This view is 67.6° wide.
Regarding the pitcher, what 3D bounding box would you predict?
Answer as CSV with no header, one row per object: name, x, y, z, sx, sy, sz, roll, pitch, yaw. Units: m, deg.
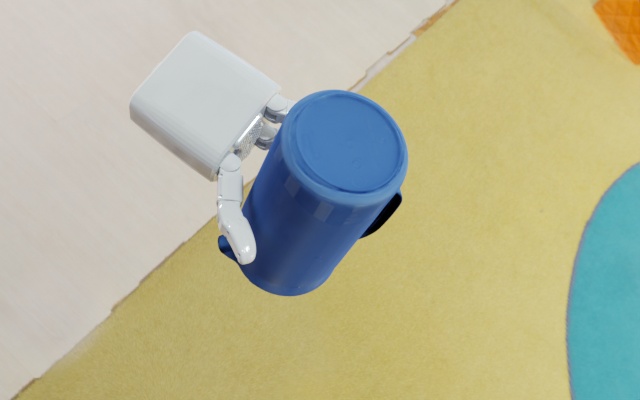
pitcher,0.000,0.001,0.479,0.145,0.149,0.243,38,-29,2
